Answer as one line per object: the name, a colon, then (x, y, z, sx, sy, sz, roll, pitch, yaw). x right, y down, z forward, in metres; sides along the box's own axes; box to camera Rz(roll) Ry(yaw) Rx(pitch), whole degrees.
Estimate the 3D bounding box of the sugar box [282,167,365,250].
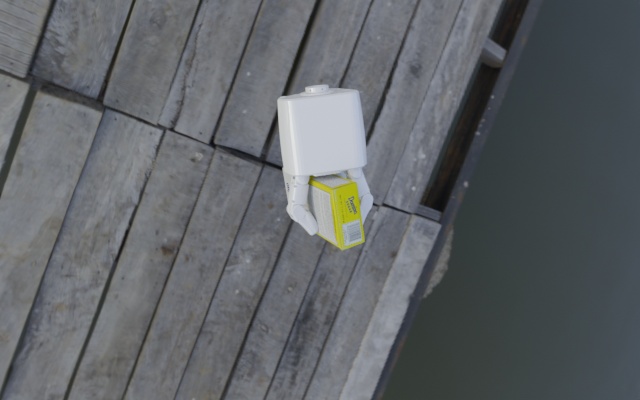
sugar box: (0.001, 0.002, 0.726, 0.048, 0.093, 0.176, -16, 21, -21)
